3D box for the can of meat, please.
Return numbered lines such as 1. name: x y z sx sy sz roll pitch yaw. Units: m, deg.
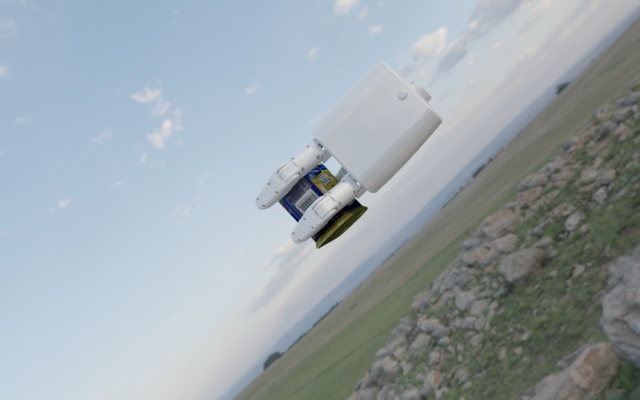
1. can of meat: 0.000 0.002 0.563 0.057 0.084 0.102 -46 -10 18
